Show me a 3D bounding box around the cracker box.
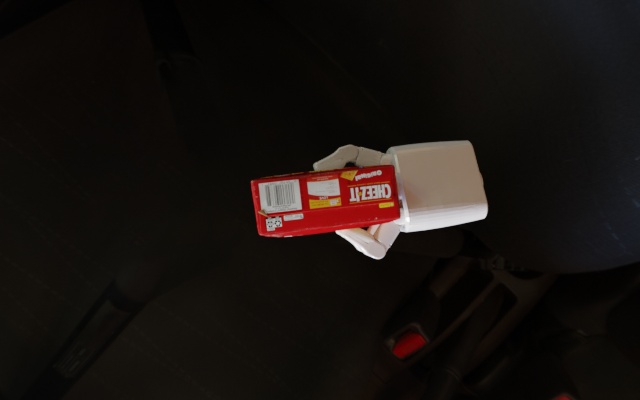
[{"bbox_3d":[0.000,0.002,0.634,0.164,0.072,0.213,-7,-1,-4],"label":"cracker box"}]
